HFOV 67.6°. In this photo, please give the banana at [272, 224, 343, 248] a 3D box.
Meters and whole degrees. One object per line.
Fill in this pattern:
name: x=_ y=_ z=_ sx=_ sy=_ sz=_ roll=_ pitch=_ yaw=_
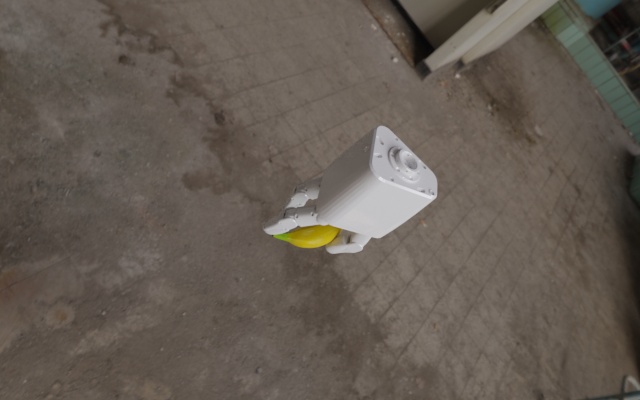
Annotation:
banana: x=0.011 y=0.018 z=0.719 sx=0.037 sy=0.069 sz=0.197 roll=-43 pitch=0 yaw=43
